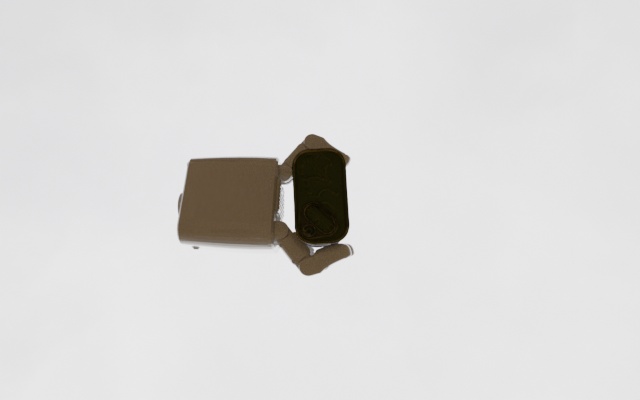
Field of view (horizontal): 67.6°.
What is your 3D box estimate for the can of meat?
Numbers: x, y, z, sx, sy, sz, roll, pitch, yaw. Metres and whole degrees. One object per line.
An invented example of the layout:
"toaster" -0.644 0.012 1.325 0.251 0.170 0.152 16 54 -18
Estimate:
"can of meat" 0.000 0.002 0.539 0.057 0.102 0.084 -3 -10 -1
